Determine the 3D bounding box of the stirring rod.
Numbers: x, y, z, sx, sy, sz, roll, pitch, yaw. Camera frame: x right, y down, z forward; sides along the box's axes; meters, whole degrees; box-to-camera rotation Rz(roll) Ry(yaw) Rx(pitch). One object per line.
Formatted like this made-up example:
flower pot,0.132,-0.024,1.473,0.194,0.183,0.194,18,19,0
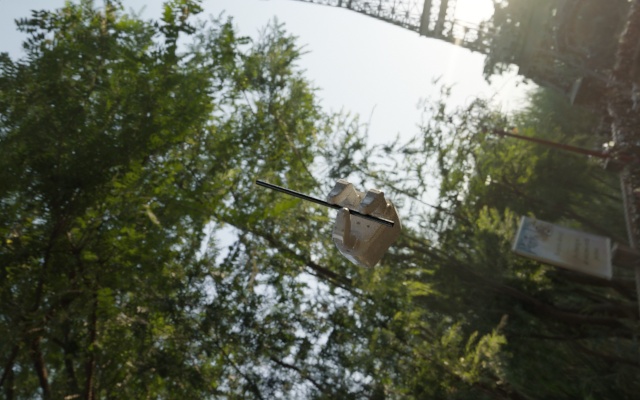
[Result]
stirring rod,0.000,0.003,0.740,0.239,0.011,0.011,17,7,24
